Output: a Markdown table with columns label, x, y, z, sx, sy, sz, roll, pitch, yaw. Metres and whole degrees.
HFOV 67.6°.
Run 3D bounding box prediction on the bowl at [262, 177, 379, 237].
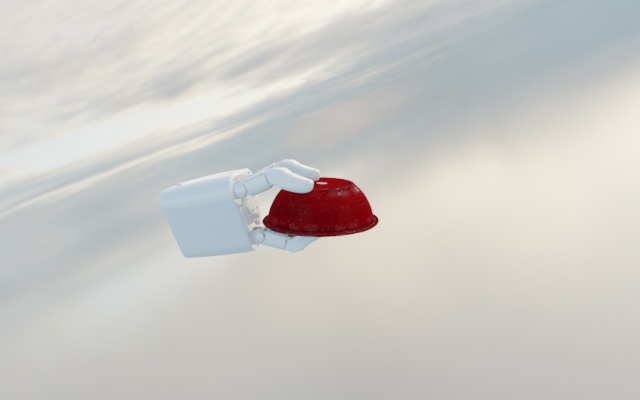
| label | x | y | z | sx | sy | sz | roll | pitch | yaw |
| --- | --- | --- | --- | --- | --- | --- | --- | --- | --- |
| bowl | 0.001 | 0.002 | 0.658 | 0.162 | 0.055 | 0.162 | 0 | 13 | 0 |
